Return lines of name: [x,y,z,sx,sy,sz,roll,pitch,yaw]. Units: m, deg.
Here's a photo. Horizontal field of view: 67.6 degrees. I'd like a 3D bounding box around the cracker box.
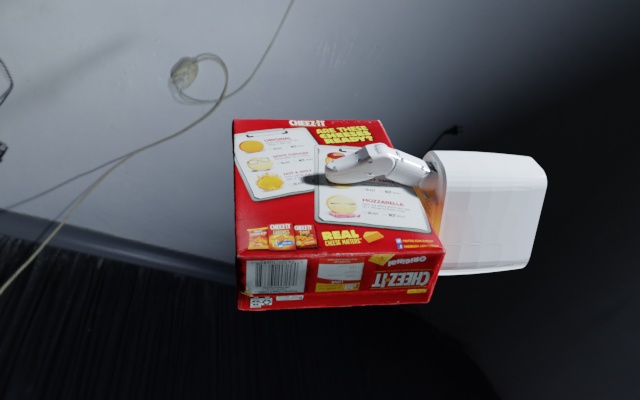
cracker box: [0.000,0.001,0.454,0.164,0.072,0.213,-1,37,-10]
